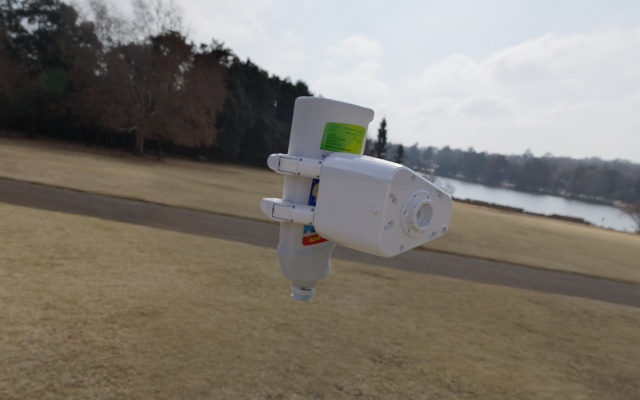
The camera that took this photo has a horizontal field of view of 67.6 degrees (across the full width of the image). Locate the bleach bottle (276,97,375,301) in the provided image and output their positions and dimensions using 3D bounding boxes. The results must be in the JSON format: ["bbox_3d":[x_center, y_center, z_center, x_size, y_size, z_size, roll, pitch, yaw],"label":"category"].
[{"bbox_3d":[0.000,0.002,0.605,0.102,0.251,0.068,3,8,-38],"label":"bleach bottle"}]
